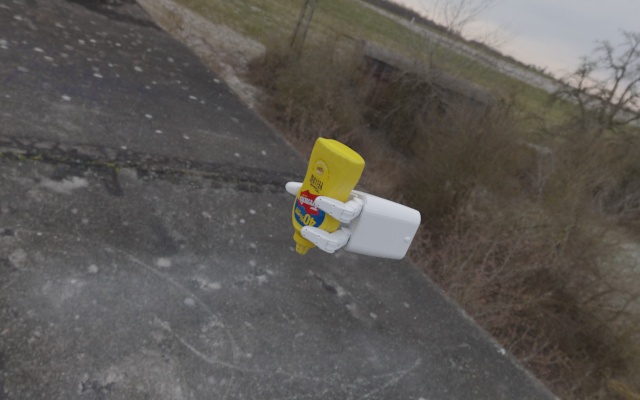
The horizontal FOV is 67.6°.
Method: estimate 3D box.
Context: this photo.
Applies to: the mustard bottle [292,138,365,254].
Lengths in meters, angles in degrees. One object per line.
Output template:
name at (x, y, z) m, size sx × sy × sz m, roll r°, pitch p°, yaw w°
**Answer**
mustard bottle at (0.000, 0.002, 0.774) m, size 0.058 × 0.192 × 0.096 m, roll 3°, pitch 27°, yaw -42°
